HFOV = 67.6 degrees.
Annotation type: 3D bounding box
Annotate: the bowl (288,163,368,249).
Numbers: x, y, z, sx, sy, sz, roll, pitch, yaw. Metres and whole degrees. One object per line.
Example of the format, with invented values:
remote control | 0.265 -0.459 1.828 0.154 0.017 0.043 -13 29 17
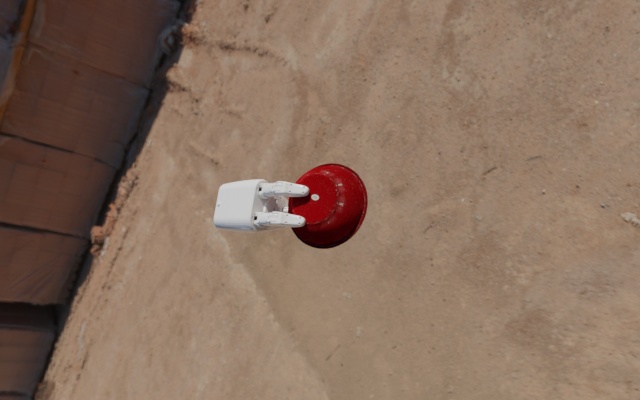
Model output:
bowl | 0.001 0.002 0.853 0.162 0.162 0.055 0 -14 26
